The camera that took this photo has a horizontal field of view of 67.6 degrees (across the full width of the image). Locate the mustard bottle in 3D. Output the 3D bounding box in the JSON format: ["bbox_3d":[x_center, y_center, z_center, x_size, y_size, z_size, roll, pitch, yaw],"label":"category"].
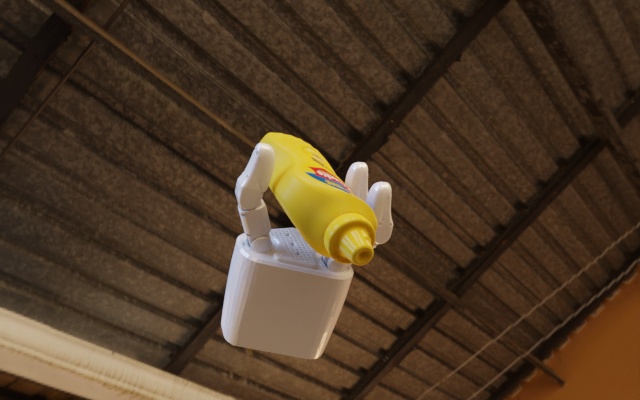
[{"bbox_3d":[0.000,0.001,0.438,0.096,0.058,0.191,34,10,-31],"label":"mustard bottle"}]
